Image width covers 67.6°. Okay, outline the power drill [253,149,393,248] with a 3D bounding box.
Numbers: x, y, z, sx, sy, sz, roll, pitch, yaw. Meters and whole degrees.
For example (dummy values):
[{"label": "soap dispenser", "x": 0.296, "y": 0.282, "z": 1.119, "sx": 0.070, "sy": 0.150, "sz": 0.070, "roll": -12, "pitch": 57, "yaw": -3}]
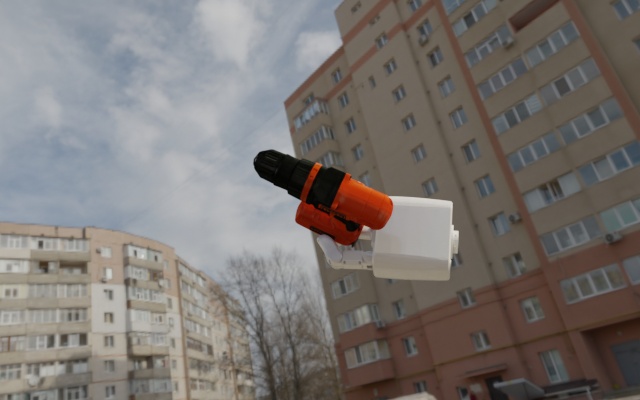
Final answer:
[{"label": "power drill", "x": 0.000, "y": 0.002, "z": 0.660, "sx": 0.184, "sy": 0.057, "sz": 0.188, "roll": 25, "pitch": -13, "yaw": 6}]
